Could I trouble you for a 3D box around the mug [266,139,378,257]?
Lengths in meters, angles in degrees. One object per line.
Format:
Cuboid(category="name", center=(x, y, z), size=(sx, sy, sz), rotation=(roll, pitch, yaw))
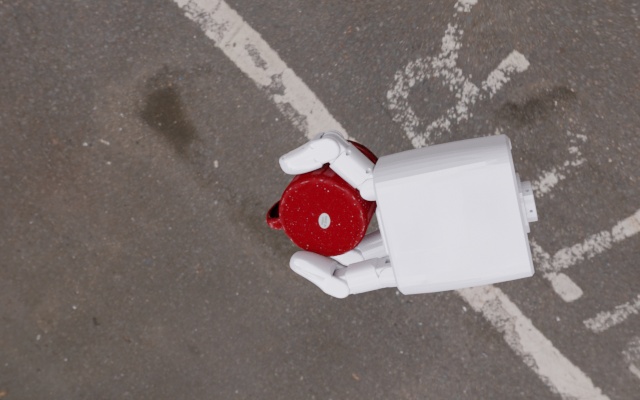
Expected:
Cuboid(category="mug", center=(-0.001, 0.002, 0.453), size=(0.117, 0.093, 0.081), rotation=(-13, 22, 23))
